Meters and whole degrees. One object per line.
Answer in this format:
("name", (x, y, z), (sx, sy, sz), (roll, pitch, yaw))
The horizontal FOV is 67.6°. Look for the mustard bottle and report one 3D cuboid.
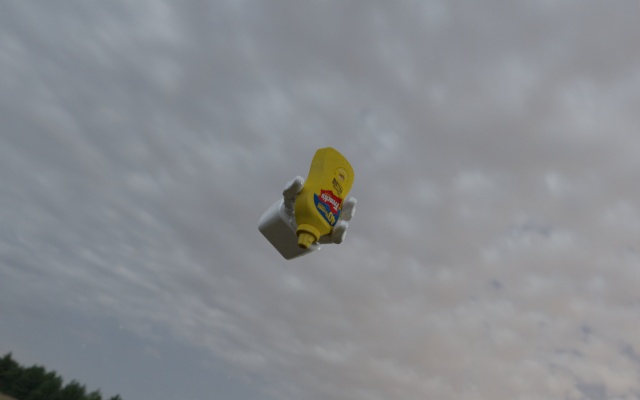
("mustard bottle", (0.000, 0.003, 0.854), (0.058, 0.191, 0.096), (-5, -41, 37))
